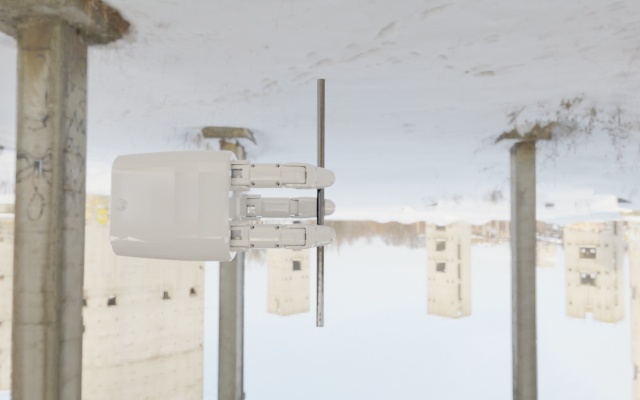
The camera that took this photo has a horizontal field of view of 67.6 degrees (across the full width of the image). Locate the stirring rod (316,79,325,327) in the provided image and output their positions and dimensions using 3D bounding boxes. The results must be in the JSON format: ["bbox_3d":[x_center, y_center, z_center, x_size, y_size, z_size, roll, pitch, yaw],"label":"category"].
[{"bbox_3d":[0.000,0.001,0.465,0.011,0.239,0.011,0,-2,0],"label":"stirring rod"}]
